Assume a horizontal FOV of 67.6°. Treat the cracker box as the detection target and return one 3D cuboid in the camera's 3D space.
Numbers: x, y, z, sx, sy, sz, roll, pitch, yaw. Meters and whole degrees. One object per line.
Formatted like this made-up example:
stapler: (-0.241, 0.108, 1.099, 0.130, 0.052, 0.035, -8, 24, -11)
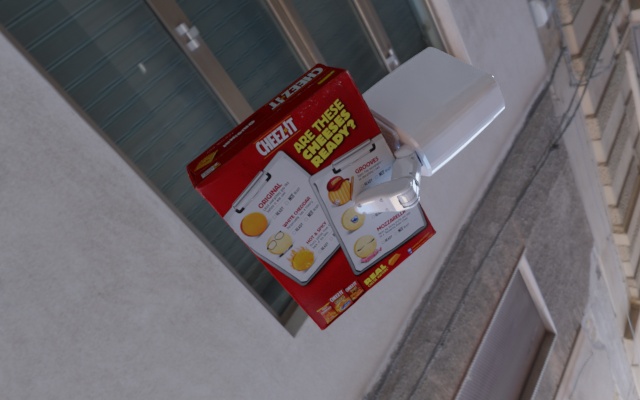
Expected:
cracker box: (0.000, 0.002, 0.476, 0.164, 0.214, 0.072, -39, 32, -6)
